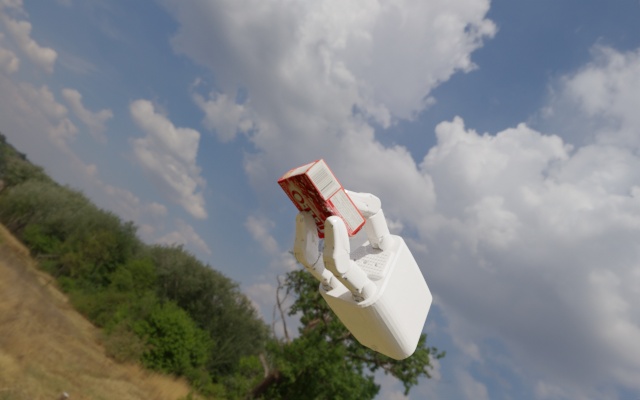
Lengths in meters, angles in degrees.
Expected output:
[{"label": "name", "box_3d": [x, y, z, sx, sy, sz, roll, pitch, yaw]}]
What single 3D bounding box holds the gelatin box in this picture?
[{"label": "gelatin box", "box_3d": [0.000, 0.001, 0.535, 0.030, 0.089, 0.073, -42, 15, -25]}]
